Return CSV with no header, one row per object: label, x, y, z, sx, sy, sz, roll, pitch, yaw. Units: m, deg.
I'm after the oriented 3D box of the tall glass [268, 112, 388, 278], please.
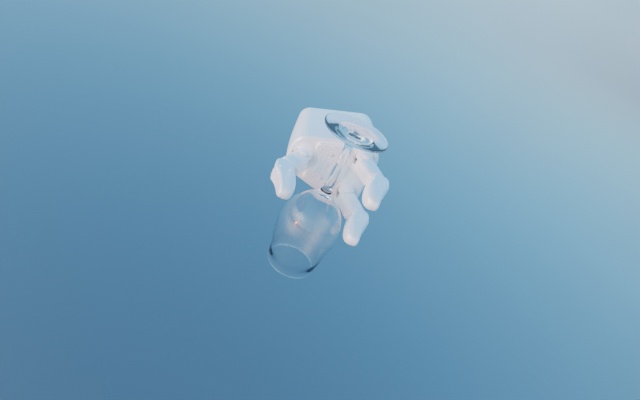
tall glass,0.000,0.001,0.559,0.079,0.201,0.079,19,32,-13
